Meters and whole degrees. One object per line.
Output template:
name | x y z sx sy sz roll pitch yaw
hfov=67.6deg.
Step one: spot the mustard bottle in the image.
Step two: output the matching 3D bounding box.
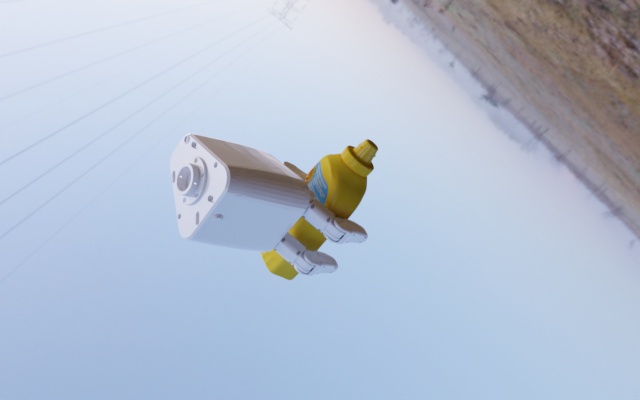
mustard bottle | 0.000 0.002 0.574 0.058 0.192 0.096 28 27 -27
